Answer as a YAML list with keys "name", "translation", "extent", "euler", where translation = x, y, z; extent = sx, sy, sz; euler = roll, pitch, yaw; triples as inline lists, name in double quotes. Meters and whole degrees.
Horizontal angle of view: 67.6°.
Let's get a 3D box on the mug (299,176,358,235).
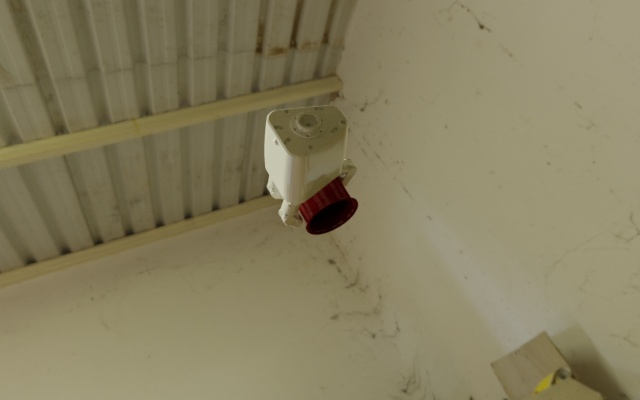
- name: "mug"
  translation: [0.000, 0.003, 0.782]
  extent: [0.093, 0.081, 0.117]
  euler: [-20, -30, -19]
